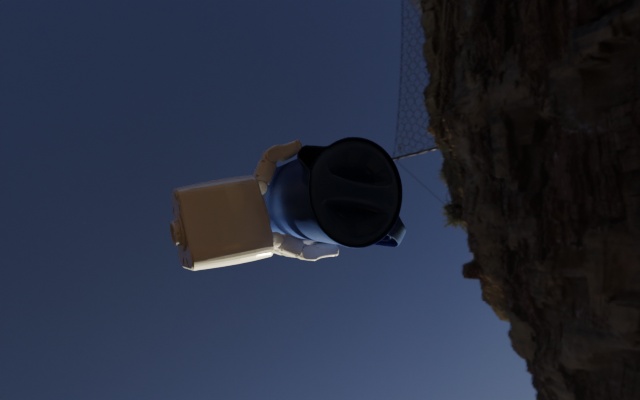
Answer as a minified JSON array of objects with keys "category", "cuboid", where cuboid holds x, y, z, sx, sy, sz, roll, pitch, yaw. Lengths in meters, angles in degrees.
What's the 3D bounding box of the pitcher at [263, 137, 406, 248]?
[{"category":"pitcher","cuboid":[0.000,0.002,0.673,0.145,0.149,0.243,-11,3,-27]}]
